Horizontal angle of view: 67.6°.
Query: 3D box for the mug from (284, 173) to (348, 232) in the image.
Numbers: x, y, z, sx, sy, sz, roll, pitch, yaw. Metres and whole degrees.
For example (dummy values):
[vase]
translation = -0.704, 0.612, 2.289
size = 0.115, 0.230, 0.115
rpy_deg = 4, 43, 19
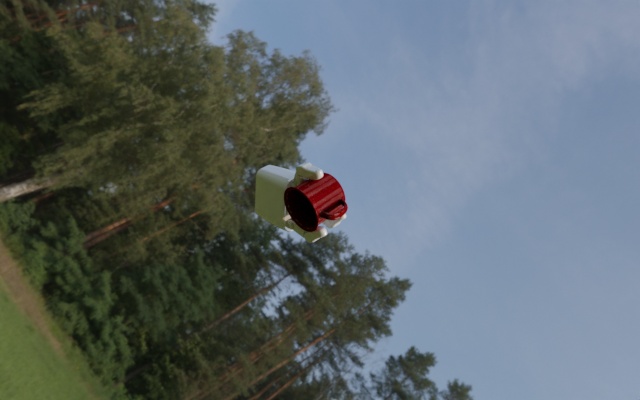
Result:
[mug]
translation = 0.001, 0.003, 0.882
size = 0.081, 0.093, 0.117
rpy_deg = -32, 38, -33
